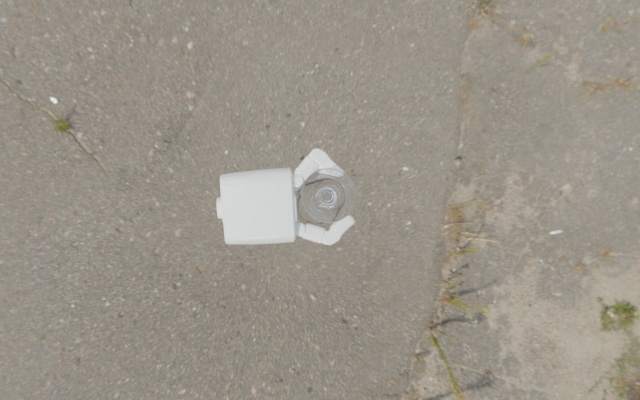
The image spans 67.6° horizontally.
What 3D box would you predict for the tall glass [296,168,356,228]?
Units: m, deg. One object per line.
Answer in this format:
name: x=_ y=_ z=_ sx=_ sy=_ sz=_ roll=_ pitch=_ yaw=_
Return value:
tall glass: x=0.000 y=0.002 z=0.739 sx=0.079 sy=0.079 sz=0.201 roll=0 pitch=-5 yaw=-6
